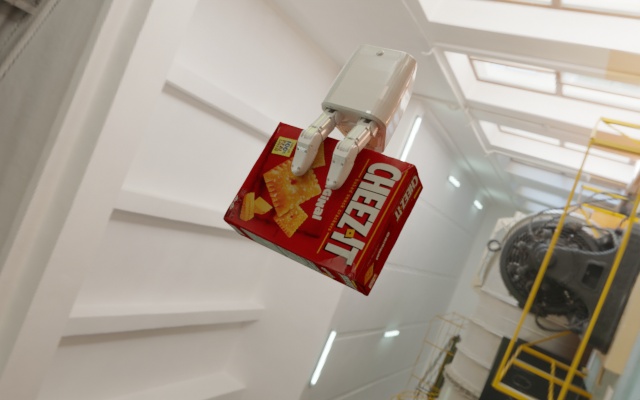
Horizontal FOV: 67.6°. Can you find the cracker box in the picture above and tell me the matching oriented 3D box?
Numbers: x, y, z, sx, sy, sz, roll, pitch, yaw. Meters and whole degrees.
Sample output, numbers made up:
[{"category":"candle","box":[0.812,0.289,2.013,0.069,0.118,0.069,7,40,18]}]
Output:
[{"category":"cracker box","box":[0.000,0.002,0.628,0.213,0.164,0.072,22,-16,29]}]
